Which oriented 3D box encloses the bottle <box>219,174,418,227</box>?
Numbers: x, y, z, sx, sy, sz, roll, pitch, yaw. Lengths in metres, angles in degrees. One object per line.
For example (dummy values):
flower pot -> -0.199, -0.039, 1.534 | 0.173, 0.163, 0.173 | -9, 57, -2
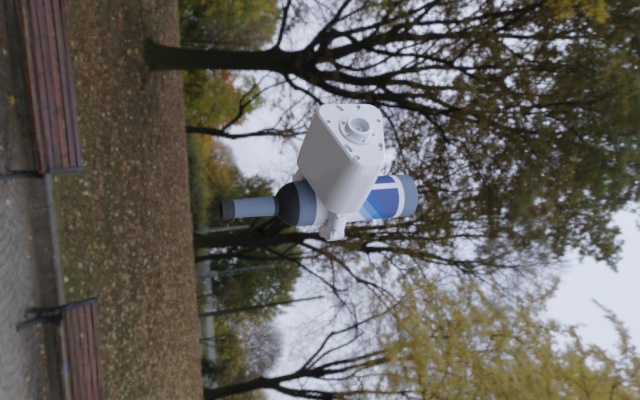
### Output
bottle -> 0.000, 0.002, 0.707 | 0.296, 0.069, 0.069 | -4, 1, -21
